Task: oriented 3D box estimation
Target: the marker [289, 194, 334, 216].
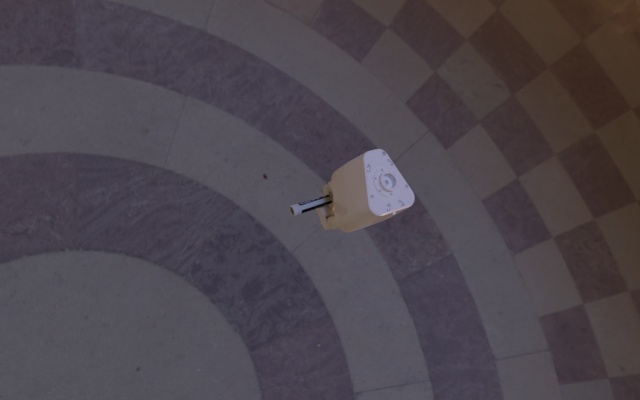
[{"bbox_3d":[0.000,0.003,0.853,0.121,0.020,0.020,-17,9,-30],"label":"marker"}]
